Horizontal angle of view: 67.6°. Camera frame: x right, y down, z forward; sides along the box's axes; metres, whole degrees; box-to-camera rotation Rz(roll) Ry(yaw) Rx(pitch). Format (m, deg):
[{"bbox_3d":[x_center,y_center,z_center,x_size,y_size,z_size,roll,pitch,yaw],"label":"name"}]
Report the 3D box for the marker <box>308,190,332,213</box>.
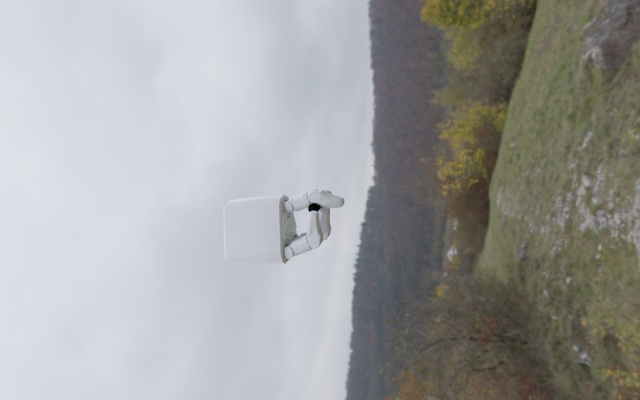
[{"bbox_3d":[0.000,0.003,0.835,0.020,0.020,0.121,0,12,13],"label":"marker"}]
